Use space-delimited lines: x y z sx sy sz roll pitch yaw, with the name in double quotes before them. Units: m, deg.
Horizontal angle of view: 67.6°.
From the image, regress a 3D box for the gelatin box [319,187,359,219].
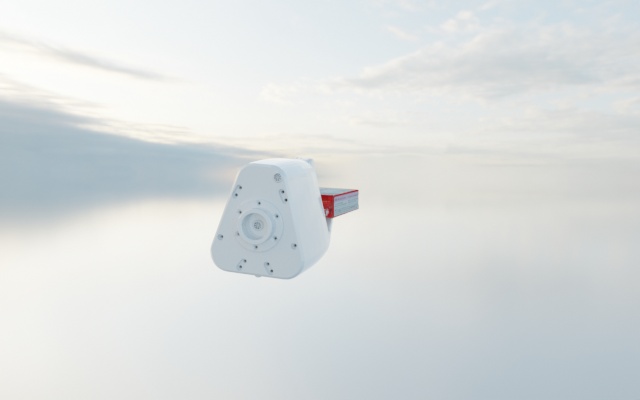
"gelatin box" 0.000 0.001 0.607 0.073 0.030 0.089 3 8 25
